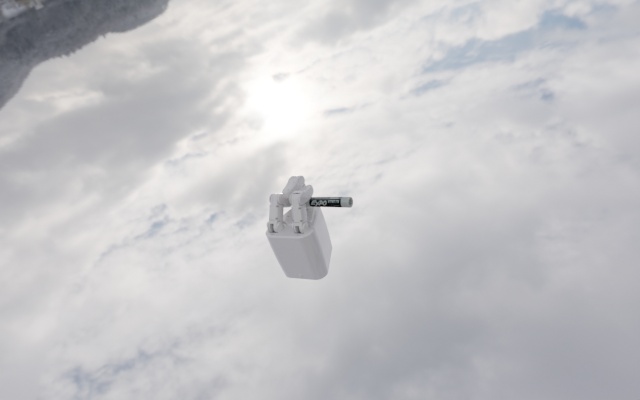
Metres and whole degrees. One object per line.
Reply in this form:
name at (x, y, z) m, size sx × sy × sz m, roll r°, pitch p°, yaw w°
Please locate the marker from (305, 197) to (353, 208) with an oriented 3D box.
marker at (0.000, 0.003, 0.846) m, size 0.121 × 0.020 × 0.020 m, roll 0°, pitch 0°, yaw 30°
